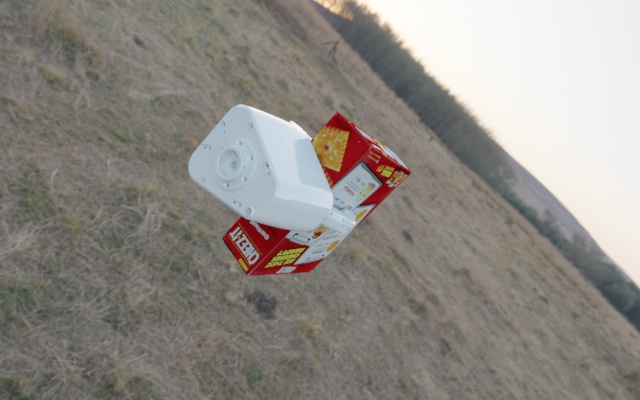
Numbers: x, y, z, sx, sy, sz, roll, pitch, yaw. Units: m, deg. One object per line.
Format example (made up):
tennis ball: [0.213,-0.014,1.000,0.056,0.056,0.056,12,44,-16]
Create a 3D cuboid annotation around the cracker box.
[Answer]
cracker box: [0.000,0.002,0.622,0.214,0.072,0.164,-45,-23,15]
